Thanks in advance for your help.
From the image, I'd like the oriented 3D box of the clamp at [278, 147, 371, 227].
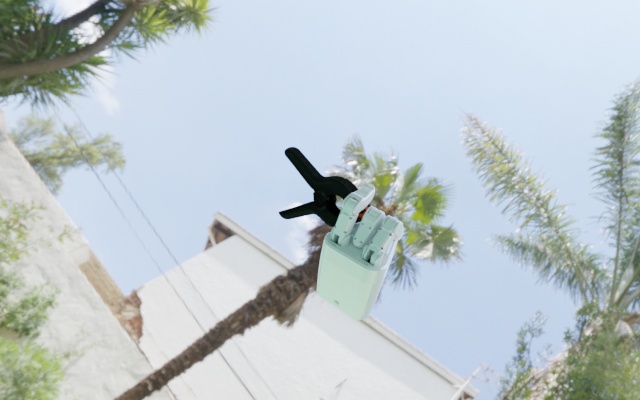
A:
[{"bbox_3d":[0.001,0.002,0.732,0.171,0.120,0.039,32,37,30],"label":"clamp"}]
